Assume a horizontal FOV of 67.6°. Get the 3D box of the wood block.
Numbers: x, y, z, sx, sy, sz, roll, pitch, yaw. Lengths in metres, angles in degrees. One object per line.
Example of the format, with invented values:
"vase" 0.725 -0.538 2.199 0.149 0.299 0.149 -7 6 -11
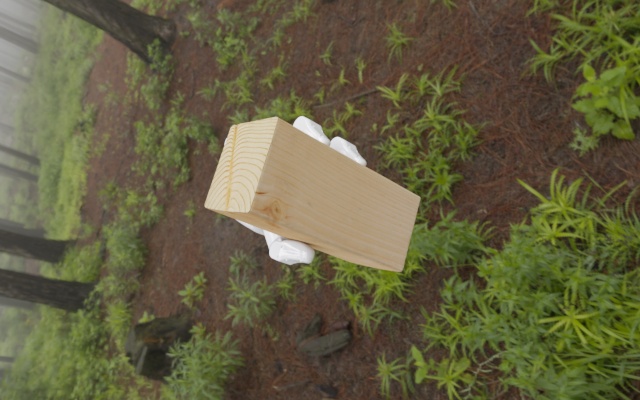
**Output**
"wood block" 0.000 0.002 0.501 0.206 0.091 0.090 24 -13 -37
